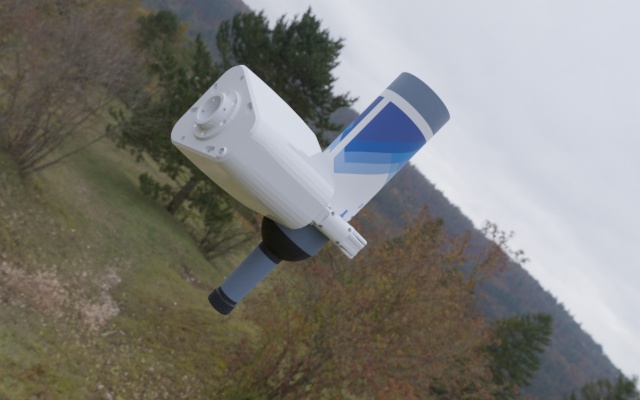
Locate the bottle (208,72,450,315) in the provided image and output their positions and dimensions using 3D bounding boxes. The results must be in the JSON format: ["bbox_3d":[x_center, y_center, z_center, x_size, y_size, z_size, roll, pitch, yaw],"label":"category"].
[{"bbox_3d":[0.000,0.001,0.476,0.069,0.296,0.069,45,2,-2],"label":"bottle"}]
